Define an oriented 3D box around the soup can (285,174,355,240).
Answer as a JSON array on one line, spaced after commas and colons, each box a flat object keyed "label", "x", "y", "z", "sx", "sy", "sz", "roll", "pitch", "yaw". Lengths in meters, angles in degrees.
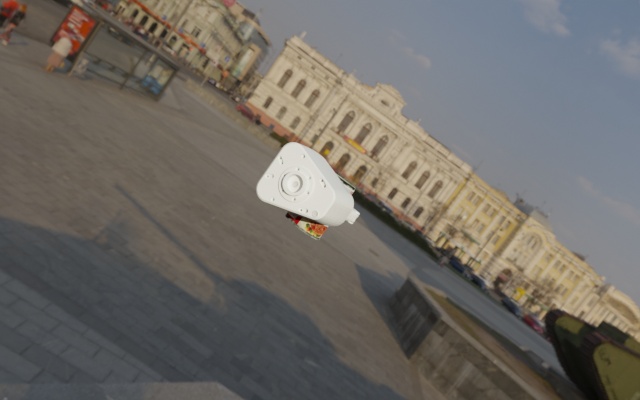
[{"label": "soup can", "x": 0.001, "y": 0.002, "z": 0.765, "sx": 0.068, "sy": 0.102, "sz": 0.068, "roll": 35, "pitch": 5, "yaw": -3}]
